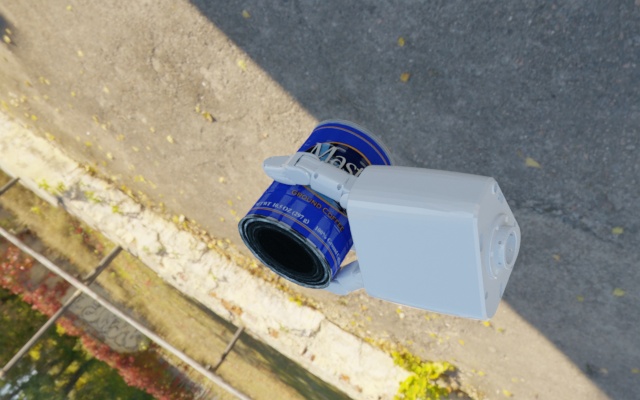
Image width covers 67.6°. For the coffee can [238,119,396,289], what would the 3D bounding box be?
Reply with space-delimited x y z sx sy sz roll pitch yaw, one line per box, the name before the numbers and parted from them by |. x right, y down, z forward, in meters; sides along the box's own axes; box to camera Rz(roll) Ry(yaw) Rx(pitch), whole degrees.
coffee can | 0.000 0.001 0.478 0.103 0.140 0.103 25 -32 17
